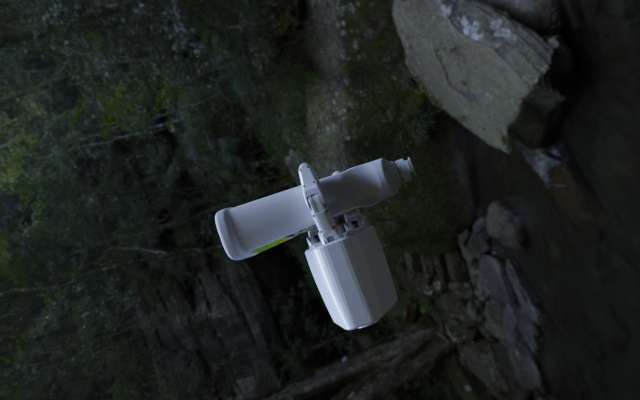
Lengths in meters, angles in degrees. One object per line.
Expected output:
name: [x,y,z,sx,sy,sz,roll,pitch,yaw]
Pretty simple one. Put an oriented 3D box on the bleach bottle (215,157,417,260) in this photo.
bleach bottle: [0.000,0.002,0.613,0.251,0.068,0.102,-21,-5,7]
